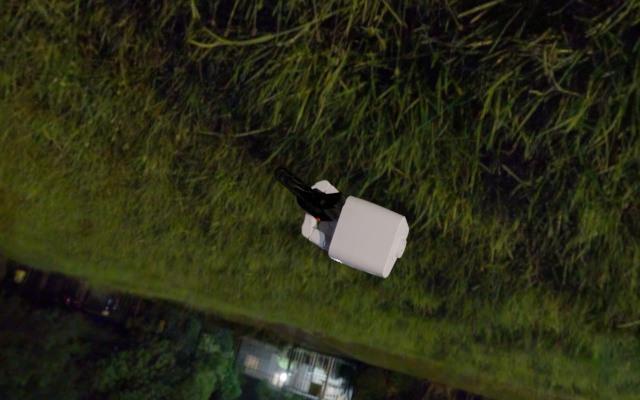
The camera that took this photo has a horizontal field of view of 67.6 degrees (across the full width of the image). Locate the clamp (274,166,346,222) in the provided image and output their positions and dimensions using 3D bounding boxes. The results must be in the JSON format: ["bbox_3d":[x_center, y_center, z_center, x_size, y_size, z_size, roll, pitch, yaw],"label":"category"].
[{"bbox_3d":[0.000,0.003,0.784,0.120,0.039,0.171,29,-9,24],"label":"clamp"}]
